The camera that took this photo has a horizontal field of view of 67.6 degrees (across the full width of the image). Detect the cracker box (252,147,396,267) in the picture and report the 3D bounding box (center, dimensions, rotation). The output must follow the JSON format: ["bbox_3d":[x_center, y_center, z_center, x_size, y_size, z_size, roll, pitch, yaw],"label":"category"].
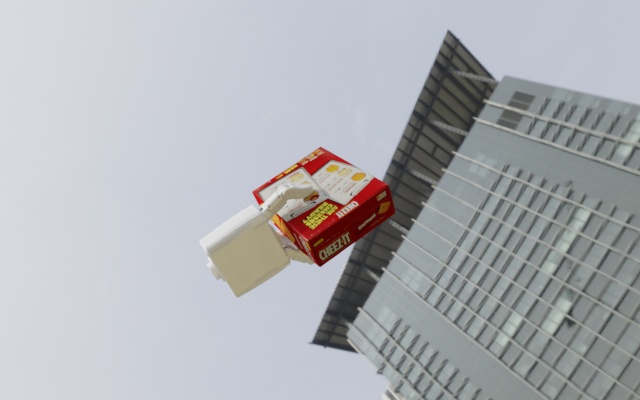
[{"bbox_3d":[0.000,0.003,0.838,0.164,0.072,0.213,-34,37,-15],"label":"cracker box"}]
